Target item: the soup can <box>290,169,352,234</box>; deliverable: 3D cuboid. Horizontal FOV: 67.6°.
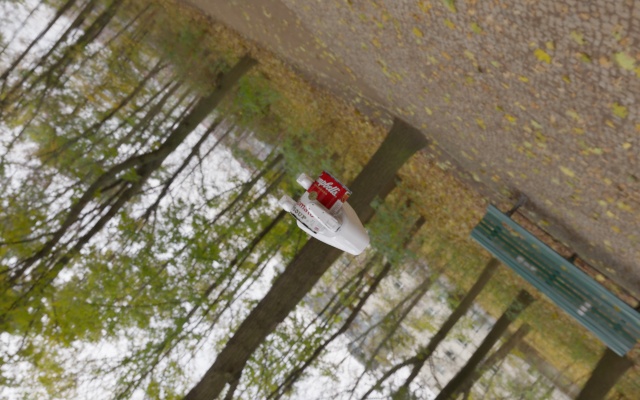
[{"bbox_3d":[0.000,0.003,0.880,0.068,0.102,0.068,40,1,-1],"label":"soup can"}]
